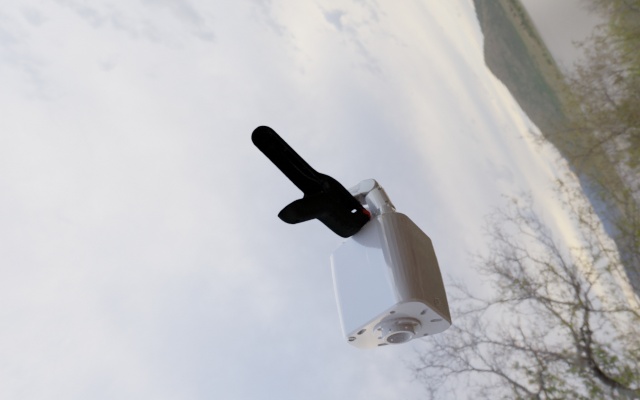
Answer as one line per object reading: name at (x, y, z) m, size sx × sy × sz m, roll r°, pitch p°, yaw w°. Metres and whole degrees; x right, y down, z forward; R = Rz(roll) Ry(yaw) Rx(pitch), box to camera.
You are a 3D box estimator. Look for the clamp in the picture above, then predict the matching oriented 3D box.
clamp at (0.000, 0.002, 0.493) m, size 0.039 × 0.120 × 0.171 m, roll -36°, pitch -47°, yaw 25°
